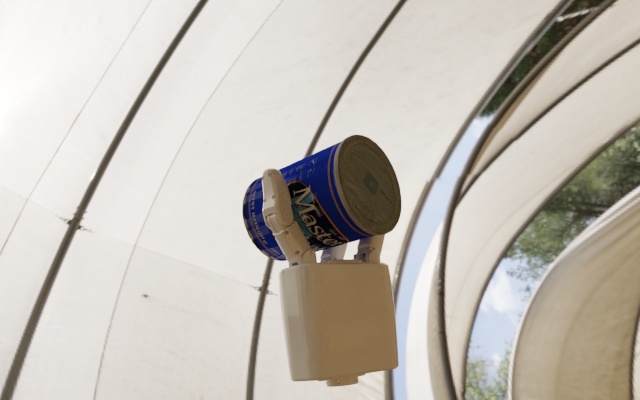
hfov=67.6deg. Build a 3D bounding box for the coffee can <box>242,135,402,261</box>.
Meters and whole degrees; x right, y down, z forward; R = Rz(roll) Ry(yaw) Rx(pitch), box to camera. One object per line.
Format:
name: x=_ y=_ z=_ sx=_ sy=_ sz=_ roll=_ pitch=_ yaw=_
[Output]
coffee can: x=0.000 y=0.001 z=0.513 sx=0.140 sy=0.103 sz=0.103 roll=-20 pitch=-13 yaw=39
